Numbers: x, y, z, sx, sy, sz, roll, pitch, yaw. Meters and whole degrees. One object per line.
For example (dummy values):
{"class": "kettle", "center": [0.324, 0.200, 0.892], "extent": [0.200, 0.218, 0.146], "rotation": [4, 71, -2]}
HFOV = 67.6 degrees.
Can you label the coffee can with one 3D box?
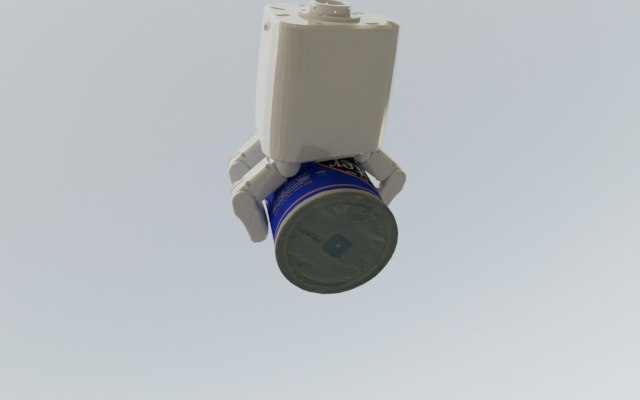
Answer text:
{"class": "coffee can", "center": [0.000, 0.002, 0.443], "extent": [0.103, 0.103, 0.140], "rotation": [0, 31, -14]}
